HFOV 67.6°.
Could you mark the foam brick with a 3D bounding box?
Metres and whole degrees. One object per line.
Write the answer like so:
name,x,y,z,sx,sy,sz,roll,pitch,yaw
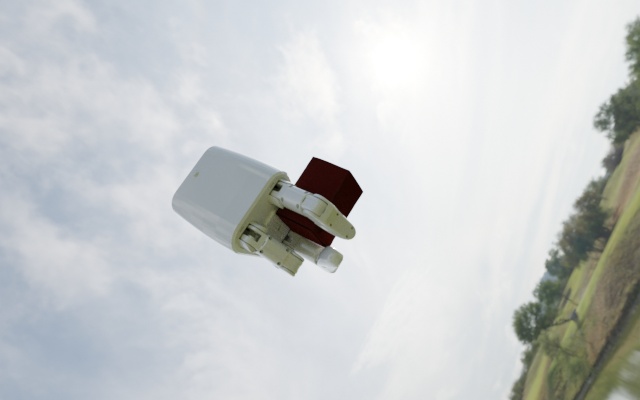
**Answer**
foam brick,0.000,0.002,0.516,0.051,0.078,0.053,25,-16,31
